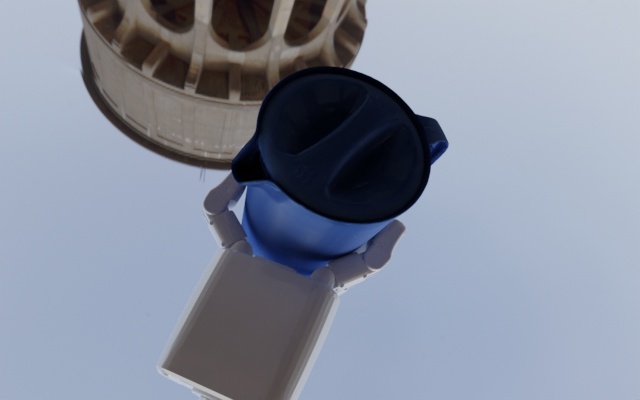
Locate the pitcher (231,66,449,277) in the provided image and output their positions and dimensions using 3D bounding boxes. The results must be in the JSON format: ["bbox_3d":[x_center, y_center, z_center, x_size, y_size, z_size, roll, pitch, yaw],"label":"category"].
[{"bbox_3d":[0.000,0.002,0.448,0.149,0.145,0.243,27,-29,-3],"label":"pitcher"}]
